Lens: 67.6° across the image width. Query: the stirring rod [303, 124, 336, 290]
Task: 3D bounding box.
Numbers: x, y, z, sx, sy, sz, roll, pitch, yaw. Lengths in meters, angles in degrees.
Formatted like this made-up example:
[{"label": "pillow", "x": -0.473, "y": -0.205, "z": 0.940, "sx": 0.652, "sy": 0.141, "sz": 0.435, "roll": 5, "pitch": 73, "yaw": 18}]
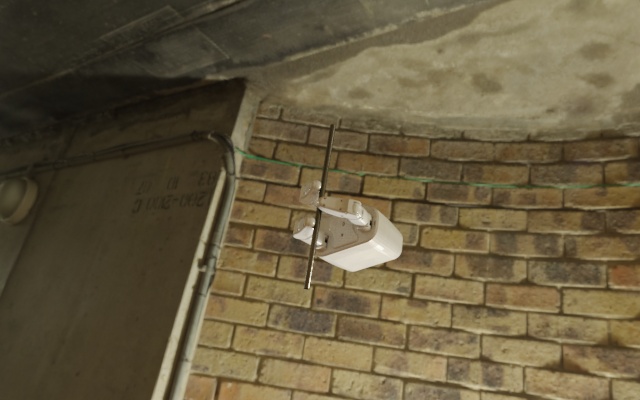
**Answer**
[{"label": "stirring rod", "x": 0.000, "y": 0.002, "z": 0.654, "sx": 0.011, "sy": 0.239, "sz": 0.011, "roll": 8, "pitch": -20, "yaw": 3}]
